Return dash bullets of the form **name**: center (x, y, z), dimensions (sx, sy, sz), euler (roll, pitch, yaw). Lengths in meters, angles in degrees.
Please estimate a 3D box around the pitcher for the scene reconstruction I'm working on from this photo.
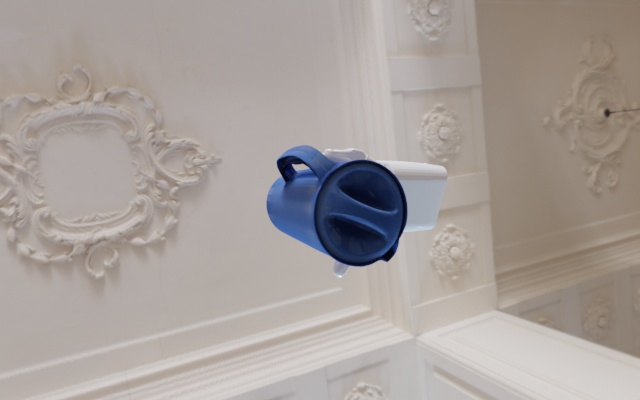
- **pitcher**: center (0.000, 0.002, 0.691), dimensions (0.145, 0.149, 0.243), euler (1, 3, -24)
